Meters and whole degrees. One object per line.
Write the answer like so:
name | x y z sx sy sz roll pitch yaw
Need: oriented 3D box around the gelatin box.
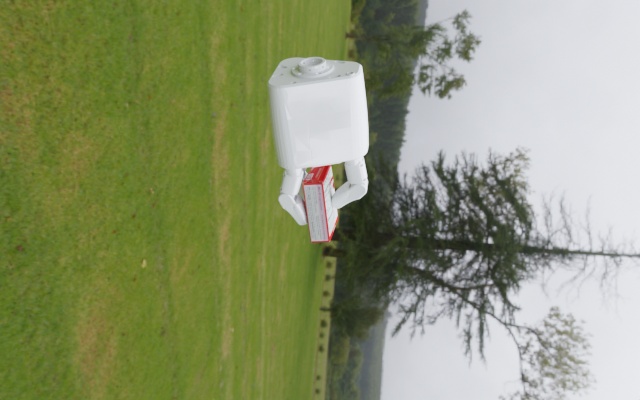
gelatin box | 0.001 0.002 0.650 0.030 0.089 0.073 -3 23 12
